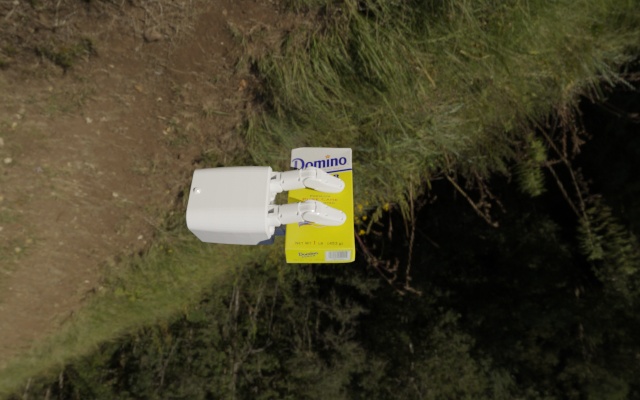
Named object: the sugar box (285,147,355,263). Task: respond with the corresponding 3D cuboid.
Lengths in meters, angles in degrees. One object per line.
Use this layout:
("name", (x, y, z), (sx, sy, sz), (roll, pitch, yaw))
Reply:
("sugar box", (0.000, 0.002, 0.677), (0.093, 0.176, 0.048), (0, -33, 0))
